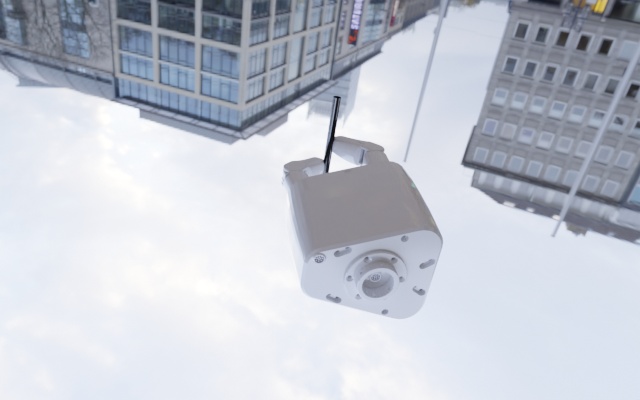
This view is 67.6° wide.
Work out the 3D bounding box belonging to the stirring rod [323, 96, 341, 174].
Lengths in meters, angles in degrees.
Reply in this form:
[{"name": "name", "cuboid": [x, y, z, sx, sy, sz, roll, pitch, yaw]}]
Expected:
[{"name": "stirring rod", "cuboid": [0.000, 0.002, 0.530, 0.011, 0.240, 0.011, 7, 29, -4]}]
